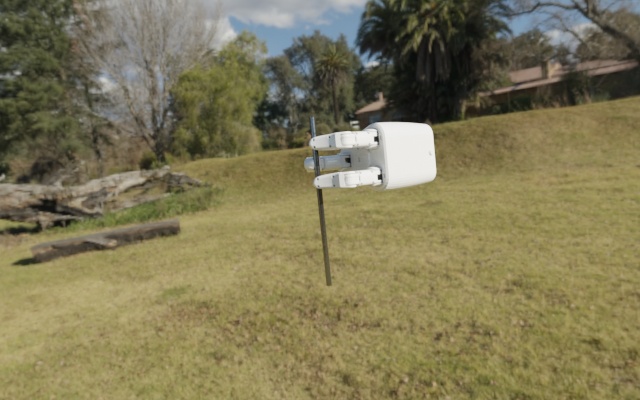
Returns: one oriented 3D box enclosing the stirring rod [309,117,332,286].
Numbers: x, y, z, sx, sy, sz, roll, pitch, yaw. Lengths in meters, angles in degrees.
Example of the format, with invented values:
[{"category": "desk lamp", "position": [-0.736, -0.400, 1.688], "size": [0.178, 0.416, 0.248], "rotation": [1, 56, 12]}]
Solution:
[{"category": "stirring rod", "position": [0.000, 0.002, 0.679], "size": [0.011, 0.239, 0.011], "rotation": [-6, 3, 0]}]
